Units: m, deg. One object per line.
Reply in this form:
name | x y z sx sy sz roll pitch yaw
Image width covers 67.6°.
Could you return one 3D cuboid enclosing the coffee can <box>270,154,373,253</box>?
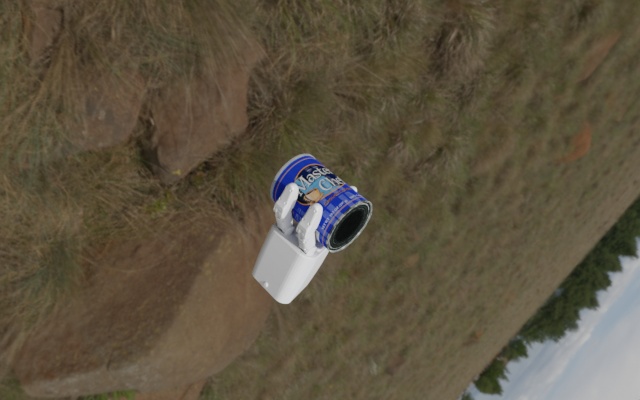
coffee can | 0.000 0.002 0.787 0.140 0.103 0.103 40 21 27
